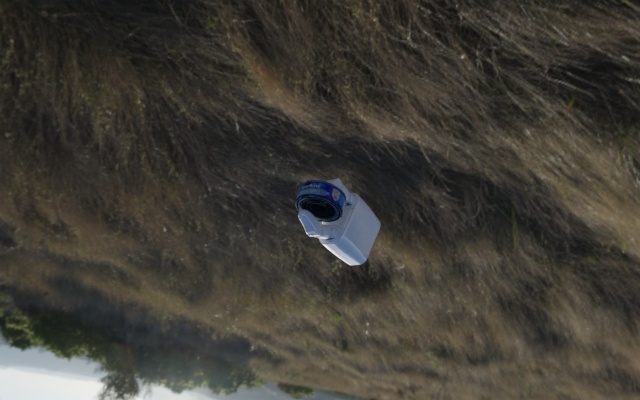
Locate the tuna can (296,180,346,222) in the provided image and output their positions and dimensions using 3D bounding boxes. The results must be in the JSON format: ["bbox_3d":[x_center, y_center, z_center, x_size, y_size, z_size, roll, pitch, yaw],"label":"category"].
[{"bbox_3d":[0.000,0.003,0.838,0.086,0.033,0.086,12,-31,7],"label":"tuna can"}]
